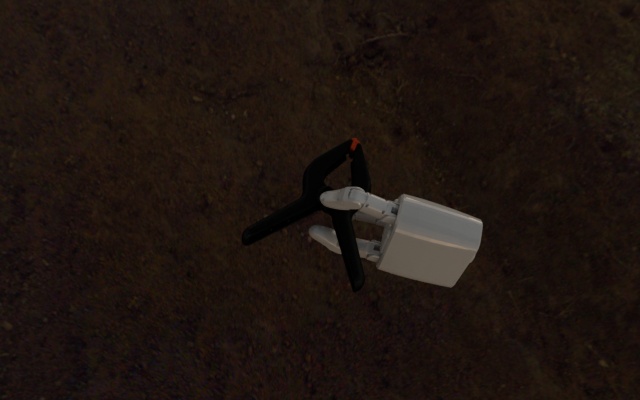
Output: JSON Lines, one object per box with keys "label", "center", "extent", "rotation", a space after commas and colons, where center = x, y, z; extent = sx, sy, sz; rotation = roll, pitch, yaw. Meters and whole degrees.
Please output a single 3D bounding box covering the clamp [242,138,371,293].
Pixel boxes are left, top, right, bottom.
{"label": "clamp", "center": [0.001, 0.001, 0.635], "extent": [0.164, 0.210, 0.036], "rotation": [17, -26, 2]}
